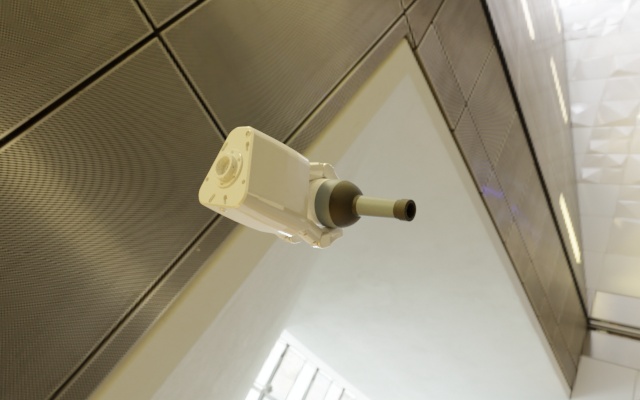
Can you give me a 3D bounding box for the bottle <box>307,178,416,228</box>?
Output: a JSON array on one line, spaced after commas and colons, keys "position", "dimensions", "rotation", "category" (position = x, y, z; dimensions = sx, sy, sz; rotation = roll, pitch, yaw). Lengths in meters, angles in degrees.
[{"position": [0.000, 0.002, 0.676], "dimensions": [0.295, 0.069, 0.069], "rotation": [5, 3, 42], "category": "bottle"}]
